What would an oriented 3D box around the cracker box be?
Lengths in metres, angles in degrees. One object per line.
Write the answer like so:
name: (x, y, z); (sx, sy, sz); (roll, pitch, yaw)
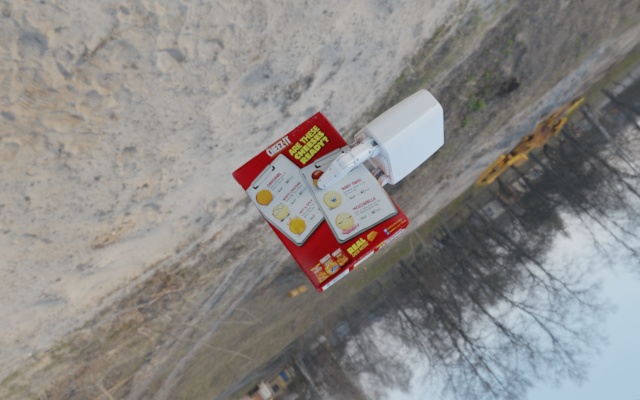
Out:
cracker box: (0.000, 0.002, 0.707); (0.164, 0.213, 0.072); (-36, -14, -7)
